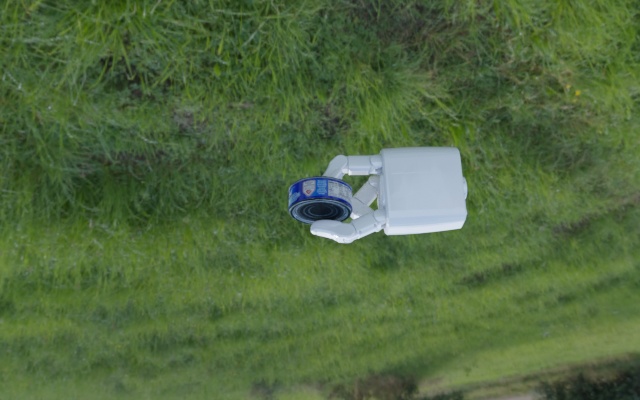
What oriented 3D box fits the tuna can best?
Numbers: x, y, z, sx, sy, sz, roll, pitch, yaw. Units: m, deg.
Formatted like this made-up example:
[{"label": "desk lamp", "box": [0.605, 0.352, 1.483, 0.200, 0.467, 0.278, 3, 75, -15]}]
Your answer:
[{"label": "tuna can", "box": [0.000, 0.003, 0.634, 0.086, 0.033, 0.086, 0, -26, 0]}]
